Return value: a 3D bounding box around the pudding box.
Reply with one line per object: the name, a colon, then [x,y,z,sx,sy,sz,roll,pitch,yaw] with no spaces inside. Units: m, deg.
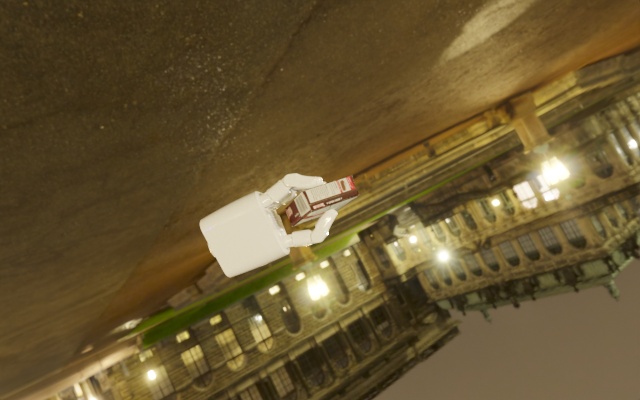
pudding box: [0.000,0.003,0.778,0.090,0.039,0.113,-20,-6,-23]
